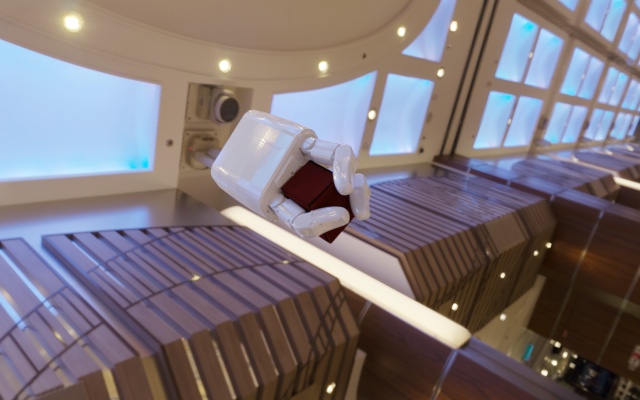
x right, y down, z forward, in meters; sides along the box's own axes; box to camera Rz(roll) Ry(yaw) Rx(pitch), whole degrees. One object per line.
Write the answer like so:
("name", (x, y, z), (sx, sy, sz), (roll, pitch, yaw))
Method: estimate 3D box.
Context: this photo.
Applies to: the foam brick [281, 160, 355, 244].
("foam brick", (0.000, 0.002, 0.564), (0.051, 0.053, 0.078), (30, -22, 38))
